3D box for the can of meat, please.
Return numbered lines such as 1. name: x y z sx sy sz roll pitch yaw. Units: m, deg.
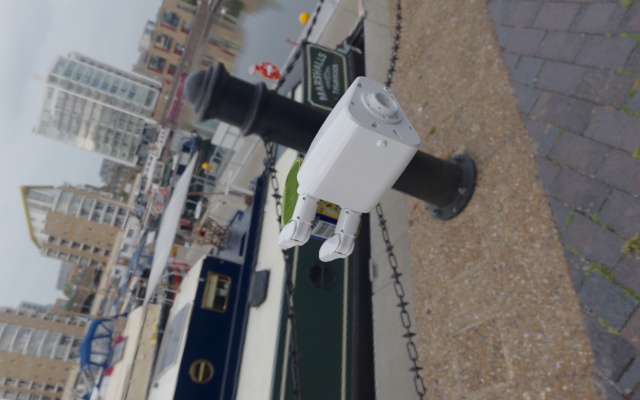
1. can of meat: 0.000 0.002 0.600 0.084 0.102 0.057 19 -45 -21
